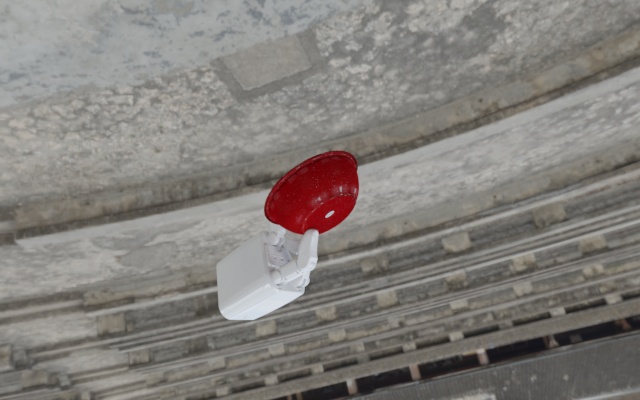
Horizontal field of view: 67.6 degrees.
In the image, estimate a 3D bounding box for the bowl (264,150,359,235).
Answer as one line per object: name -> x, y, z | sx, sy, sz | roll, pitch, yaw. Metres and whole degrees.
bowl -> 0.001, 0.002, 0.705 | 0.162, 0.055, 0.162 | -26, -28, -16
